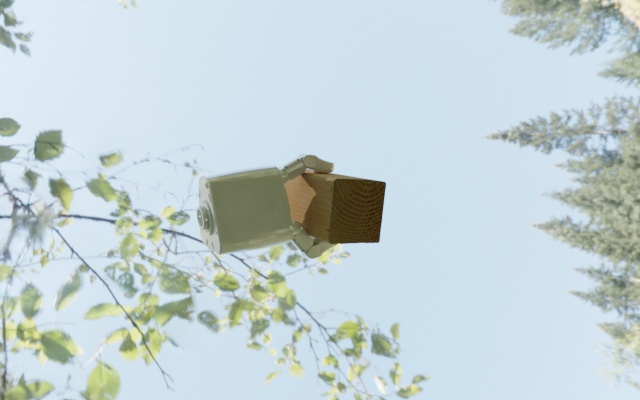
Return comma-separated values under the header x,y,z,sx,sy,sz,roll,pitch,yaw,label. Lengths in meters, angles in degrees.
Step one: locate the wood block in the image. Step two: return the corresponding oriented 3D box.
x,y,z,sx,sy,sz,roll,pitch,yaw,label
0.000,0.002,0.741,0.090,0.091,0.206,2,7,-31,wood block
